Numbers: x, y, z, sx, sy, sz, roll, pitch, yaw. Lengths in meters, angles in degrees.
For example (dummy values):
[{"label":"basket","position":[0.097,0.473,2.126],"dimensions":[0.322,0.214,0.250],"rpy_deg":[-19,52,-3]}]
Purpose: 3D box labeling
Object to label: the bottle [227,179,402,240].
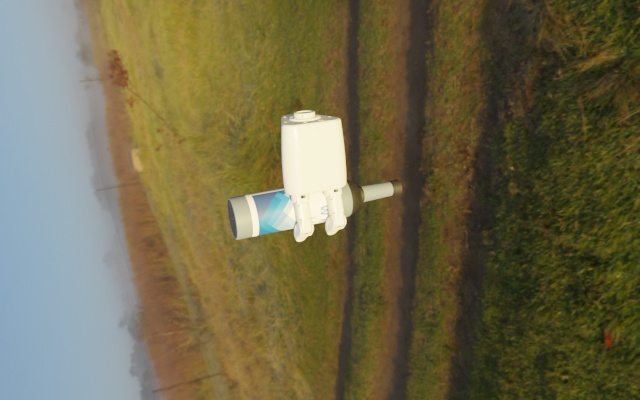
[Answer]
[{"label":"bottle","position":[0.000,0.003,0.786],"dimensions":[0.295,0.069,0.069],"rpy_deg":[-11,3,-19]}]
